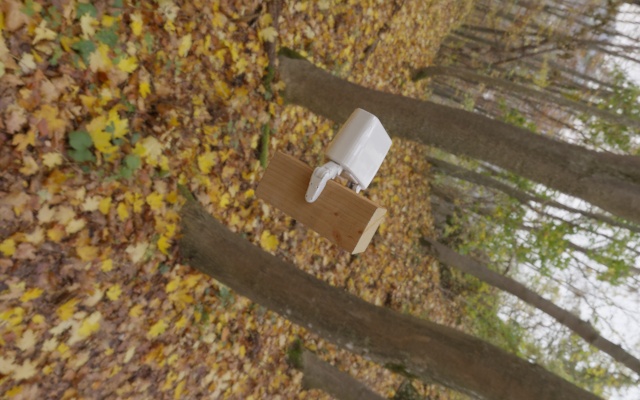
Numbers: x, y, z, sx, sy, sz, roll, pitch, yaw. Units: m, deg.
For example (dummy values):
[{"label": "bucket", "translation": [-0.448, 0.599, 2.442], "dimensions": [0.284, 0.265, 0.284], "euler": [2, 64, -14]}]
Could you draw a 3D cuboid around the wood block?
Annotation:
[{"label": "wood block", "translation": [0.000, 0.002, 0.845], "dimensions": [0.206, 0.090, 0.091], "euler": [30, 6, 18]}]
